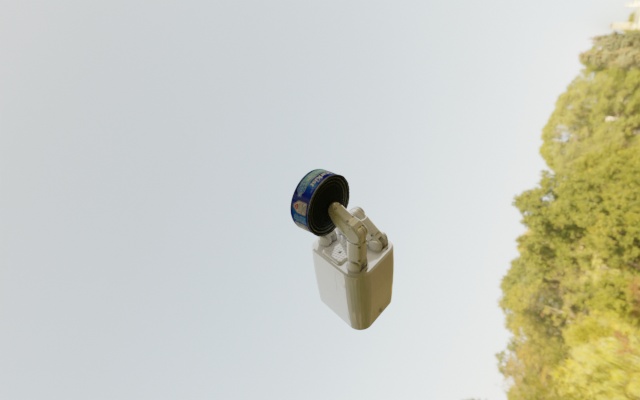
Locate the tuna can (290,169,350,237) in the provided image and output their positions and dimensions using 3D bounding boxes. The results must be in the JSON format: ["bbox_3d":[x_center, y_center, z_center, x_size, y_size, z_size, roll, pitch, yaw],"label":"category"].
[{"bbox_3d":[0.000,0.002,0.630,0.033,0.086,0.086,22,13,34],"label":"tuna can"}]
